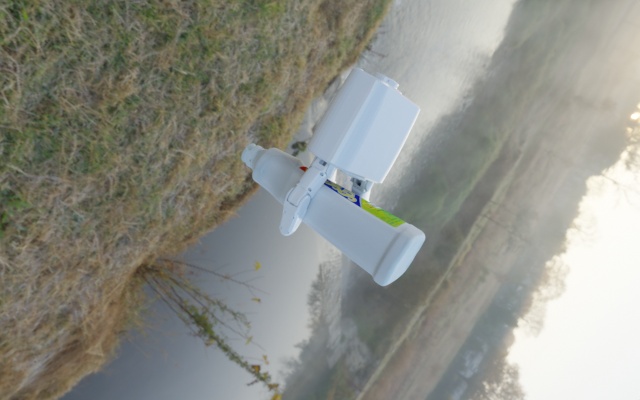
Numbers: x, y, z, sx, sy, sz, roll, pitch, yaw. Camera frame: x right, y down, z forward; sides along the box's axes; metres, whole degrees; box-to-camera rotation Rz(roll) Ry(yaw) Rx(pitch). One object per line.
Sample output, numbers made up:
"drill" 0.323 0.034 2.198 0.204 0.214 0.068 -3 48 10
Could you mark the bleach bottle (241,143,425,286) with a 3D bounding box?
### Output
"bleach bottle" 0.000 0.002 0.581 0.250 0.068 0.102 33 14 19
